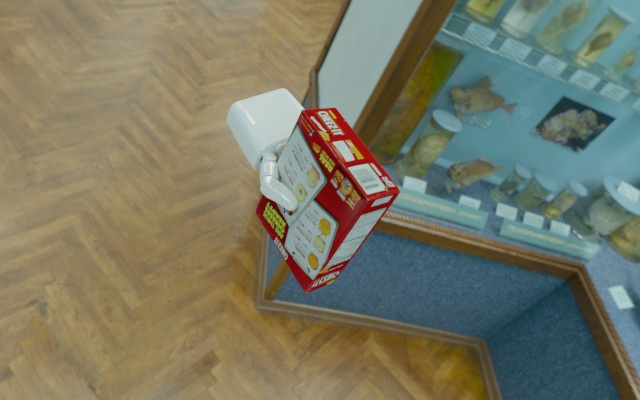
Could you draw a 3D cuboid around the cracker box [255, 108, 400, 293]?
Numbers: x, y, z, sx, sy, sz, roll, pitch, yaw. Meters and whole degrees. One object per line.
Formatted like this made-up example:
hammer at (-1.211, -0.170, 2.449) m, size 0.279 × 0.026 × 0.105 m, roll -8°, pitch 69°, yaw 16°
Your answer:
cracker box at (0.000, 0.002, 0.682) m, size 0.072 × 0.164 × 0.214 m, roll -13°, pitch -33°, yaw -37°
